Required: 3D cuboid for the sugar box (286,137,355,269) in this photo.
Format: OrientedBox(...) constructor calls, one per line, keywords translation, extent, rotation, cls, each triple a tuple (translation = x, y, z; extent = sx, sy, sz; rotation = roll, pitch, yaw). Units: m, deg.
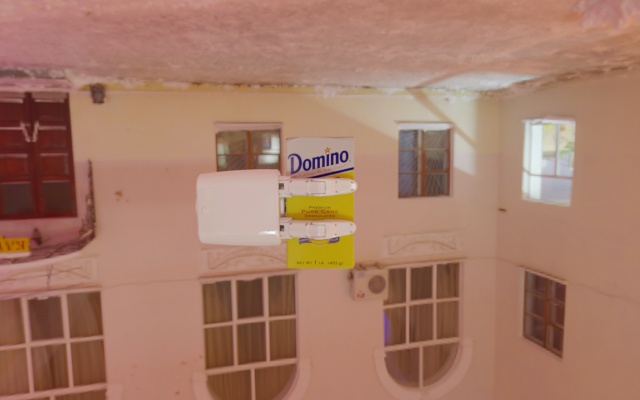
OrientedBox(translation=(0.000, 0.002, 0.649), extent=(0.093, 0.176, 0.048), rotation=(-1, 6, 2), cls="sugar box")
